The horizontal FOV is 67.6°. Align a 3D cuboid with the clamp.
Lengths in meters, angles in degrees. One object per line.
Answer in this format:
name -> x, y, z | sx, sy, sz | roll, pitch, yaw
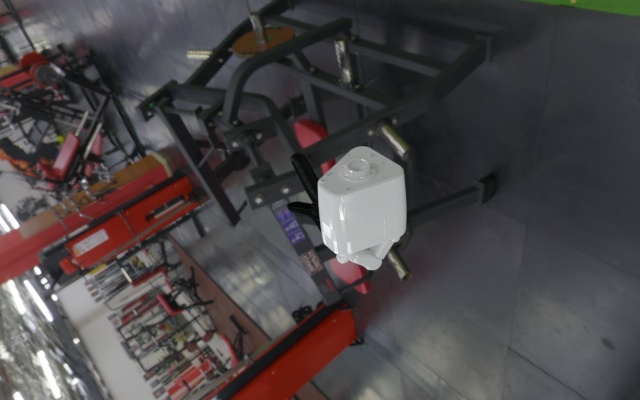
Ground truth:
clamp -> 0.000, 0.003, 0.752 | 0.039, 0.120, 0.171 | -30, 45, -28
